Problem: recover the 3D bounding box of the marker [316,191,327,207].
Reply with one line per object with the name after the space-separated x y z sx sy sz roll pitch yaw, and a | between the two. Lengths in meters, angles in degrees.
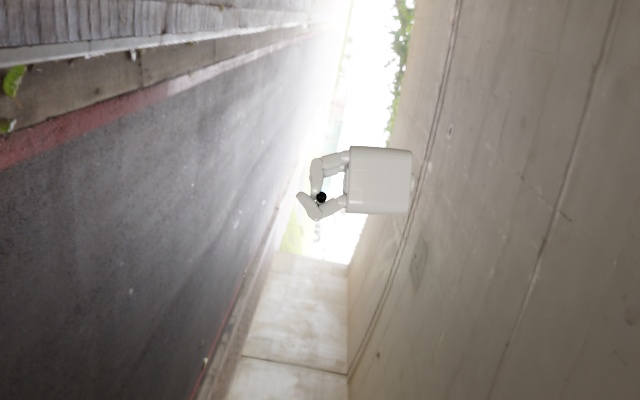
0.000 0.003 0.833 0.020 0.020 0.121 0 -10 -2 | marker
